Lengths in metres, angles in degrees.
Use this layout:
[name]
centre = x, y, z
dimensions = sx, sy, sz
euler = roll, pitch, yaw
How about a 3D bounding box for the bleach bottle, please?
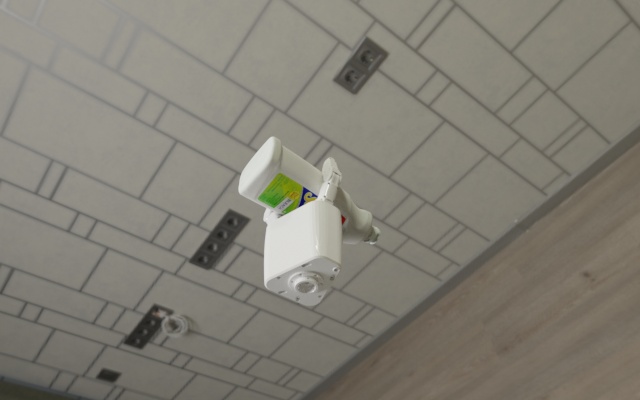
[bleach bottle]
centre = 0.000, 0.003, 0.767
dimensions = 0.251, 0.068, 0.103
euler = 29, -55, -25
